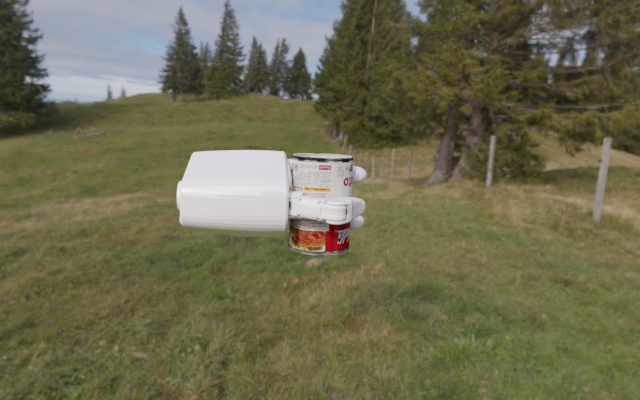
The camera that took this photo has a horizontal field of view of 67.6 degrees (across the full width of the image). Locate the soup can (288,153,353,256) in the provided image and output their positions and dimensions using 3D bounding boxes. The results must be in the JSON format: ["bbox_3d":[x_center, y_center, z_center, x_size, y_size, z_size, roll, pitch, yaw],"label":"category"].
[{"bbox_3d":[0.001,0.001,0.520,0.068,0.102,0.068,2,10,0],"label":"soup can"}]
